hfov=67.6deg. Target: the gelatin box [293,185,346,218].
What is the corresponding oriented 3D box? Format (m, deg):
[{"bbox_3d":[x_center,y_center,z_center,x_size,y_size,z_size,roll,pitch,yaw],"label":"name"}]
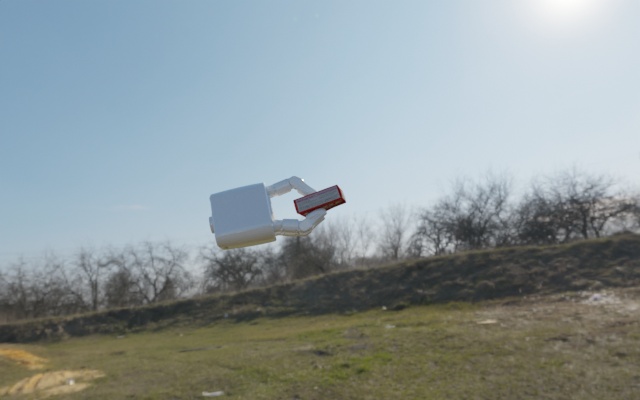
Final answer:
[{"bbox_3d":[0.000,0.002,0.898,0.089,0.030,0.073,-21,-11,6],"label":"gelatin box"}]
